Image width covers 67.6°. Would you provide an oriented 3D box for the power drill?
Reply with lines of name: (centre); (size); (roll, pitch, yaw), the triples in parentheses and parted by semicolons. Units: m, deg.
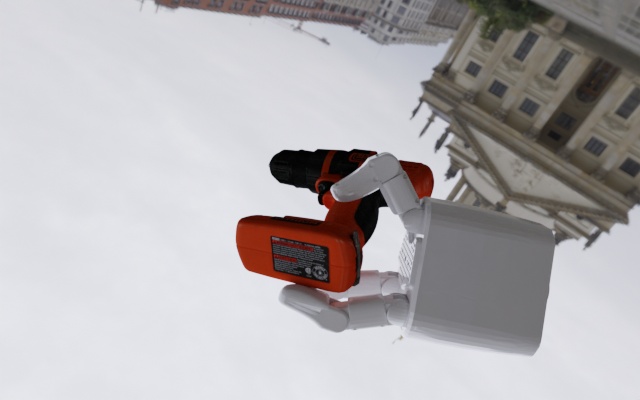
power drill: (0.000, 0.002, 0.456); (0.184, 0.057, 0.187); (8, 31, 24)
